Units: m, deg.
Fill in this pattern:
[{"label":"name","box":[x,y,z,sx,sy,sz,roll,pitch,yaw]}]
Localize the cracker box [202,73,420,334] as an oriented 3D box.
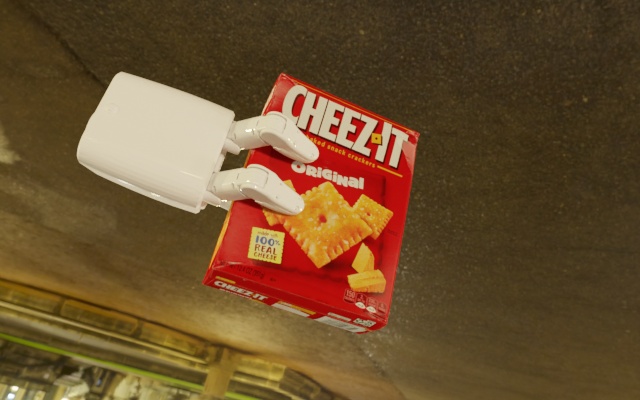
[{"label":"cracker box","box":[0.000,0.002,0.468,0.164,0.213,0.072,21,-26,-13]}]
